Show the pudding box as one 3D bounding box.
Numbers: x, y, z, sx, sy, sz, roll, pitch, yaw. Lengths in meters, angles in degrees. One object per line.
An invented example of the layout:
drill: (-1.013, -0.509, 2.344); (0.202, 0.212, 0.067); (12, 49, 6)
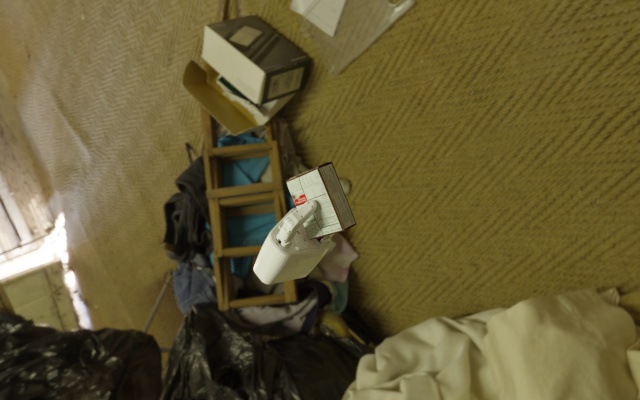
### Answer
pudding box: (0.000, 0.003, 0.789); (0.039, 0.113, 0.090); (-26, 5, -43)
